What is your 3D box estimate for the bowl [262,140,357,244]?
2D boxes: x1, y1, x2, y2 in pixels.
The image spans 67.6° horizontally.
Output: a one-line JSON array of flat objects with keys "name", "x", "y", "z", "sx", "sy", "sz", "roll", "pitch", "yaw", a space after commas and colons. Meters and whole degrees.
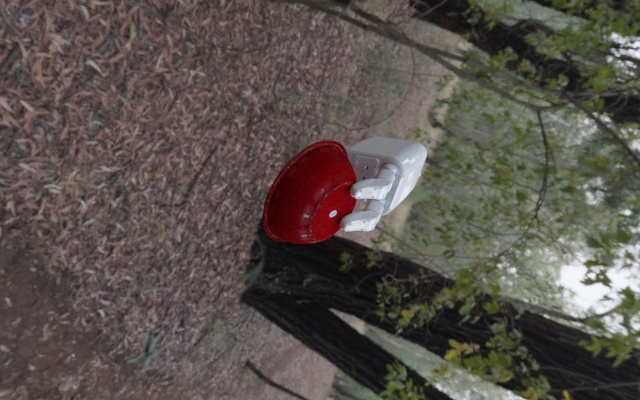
[{"name": "bowl", "x": -0.001, "y": 0.003, "z": 0.645, "sx": 0.055, "sy": 0.162, "sz": 0.162, "roll": 37, "pitch": 20, "yaw": 30}]
